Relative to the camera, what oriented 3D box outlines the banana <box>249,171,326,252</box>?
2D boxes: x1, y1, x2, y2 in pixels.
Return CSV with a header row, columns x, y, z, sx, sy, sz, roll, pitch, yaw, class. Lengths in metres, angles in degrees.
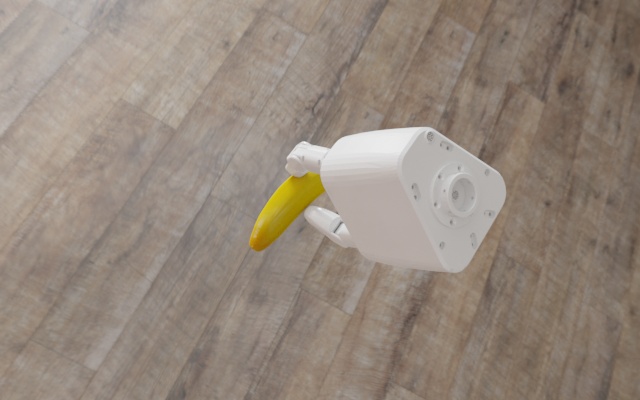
x,y,z,sx,sy,sz,roll,pitch,yaw,class
-0.001,-0.015,0.531,0.197,0.070,0.037,-31,37,-29,banana
